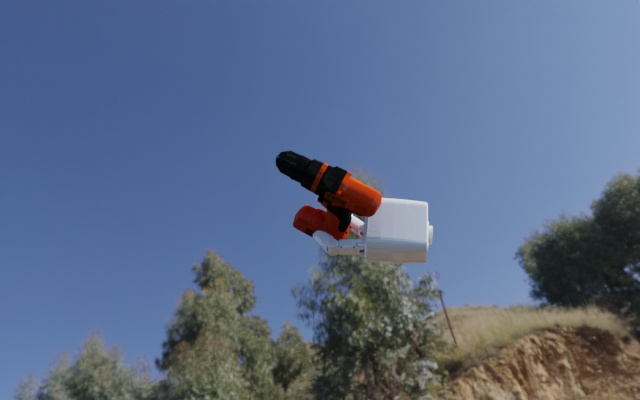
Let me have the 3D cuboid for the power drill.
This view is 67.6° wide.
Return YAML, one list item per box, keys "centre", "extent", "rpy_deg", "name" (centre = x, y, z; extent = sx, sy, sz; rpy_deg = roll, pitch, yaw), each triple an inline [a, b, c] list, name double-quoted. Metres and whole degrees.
- centre: [0.000, 0.003, 0.829]
  extent: [0.184, 0.057, 0.188]
  rpy_deg: [28, -28, 5]
  name: "power drill"
